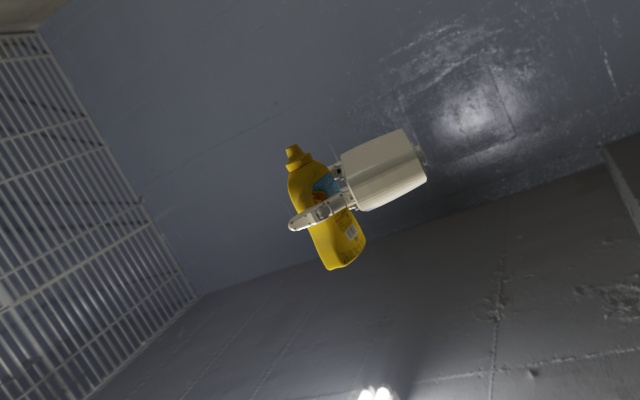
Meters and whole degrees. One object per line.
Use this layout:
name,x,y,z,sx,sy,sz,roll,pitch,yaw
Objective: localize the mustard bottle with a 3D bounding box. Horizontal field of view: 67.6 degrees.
mustard bottle,0.000,0.003,0.725,0.058,0.192,0.096,-20,13,34
